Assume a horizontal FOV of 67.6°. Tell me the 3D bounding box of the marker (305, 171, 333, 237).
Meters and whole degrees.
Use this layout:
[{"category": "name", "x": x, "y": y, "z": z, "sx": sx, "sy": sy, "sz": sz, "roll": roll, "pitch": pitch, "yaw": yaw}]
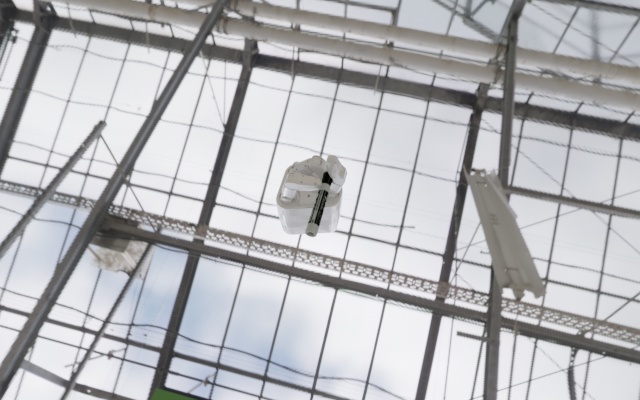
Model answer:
[{"category": "marker", "x": 0.000, "y": 0.002, "z": 0.759, "sx": 0.020, "sy": 0.121, "sz": 0.020, "roll": 12, "pitch": -32, "yaw": 8}]
